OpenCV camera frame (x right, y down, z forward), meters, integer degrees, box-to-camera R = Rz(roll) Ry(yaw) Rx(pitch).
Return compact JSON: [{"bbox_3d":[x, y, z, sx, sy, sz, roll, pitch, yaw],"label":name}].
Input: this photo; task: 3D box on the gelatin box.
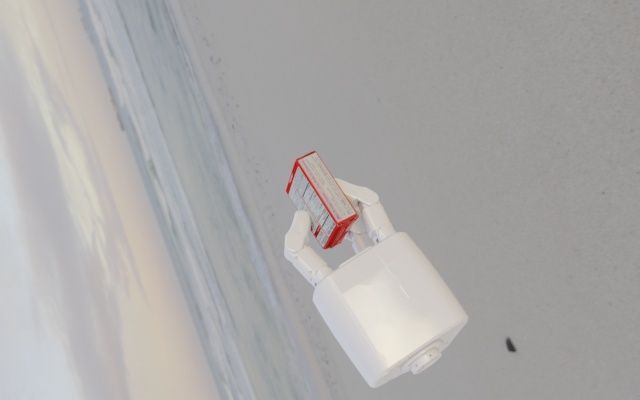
[{"bbox_3d":[0.000,0.002,0.526,0.030,0.089,0.073,-27,-17,-23],"label":"gelatin box"}]
